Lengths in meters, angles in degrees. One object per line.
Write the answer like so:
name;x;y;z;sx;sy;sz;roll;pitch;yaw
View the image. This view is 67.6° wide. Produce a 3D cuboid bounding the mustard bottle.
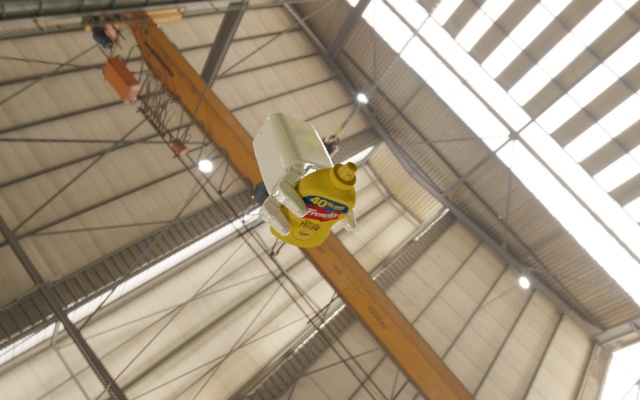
mustard bottle;0.000;0.003;0.746;0.096;0.058;0.192;19;-43;-21
